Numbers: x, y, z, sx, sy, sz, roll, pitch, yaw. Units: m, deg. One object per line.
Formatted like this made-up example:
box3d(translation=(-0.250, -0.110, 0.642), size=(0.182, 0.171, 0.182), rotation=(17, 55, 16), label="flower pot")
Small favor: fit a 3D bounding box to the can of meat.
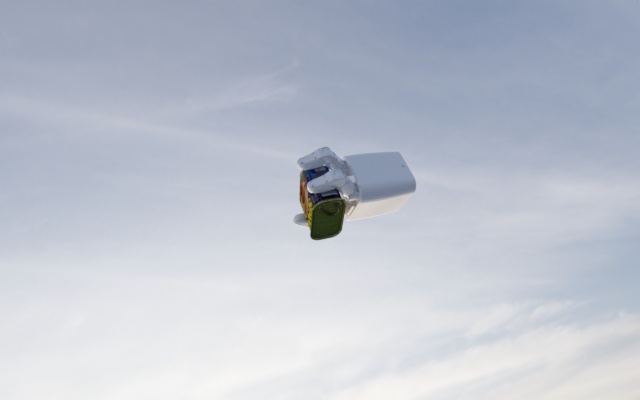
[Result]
box3d(translation=(0.000, 0.002, 0.803), size=(0.057, 0.084, 0.102), rotation=(-11, -38, -14), label="can of meat")
